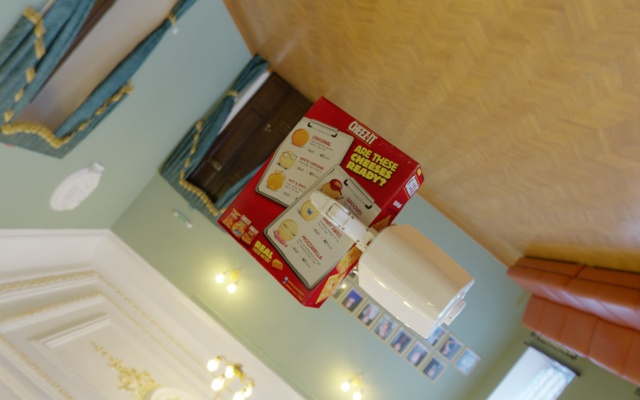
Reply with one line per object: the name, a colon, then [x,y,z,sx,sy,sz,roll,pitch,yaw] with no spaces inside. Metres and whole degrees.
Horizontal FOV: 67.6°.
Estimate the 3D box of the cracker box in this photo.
cracker box: [0.000,0.002,0.607,0.164,0.213,0.072,39,-1,23]
